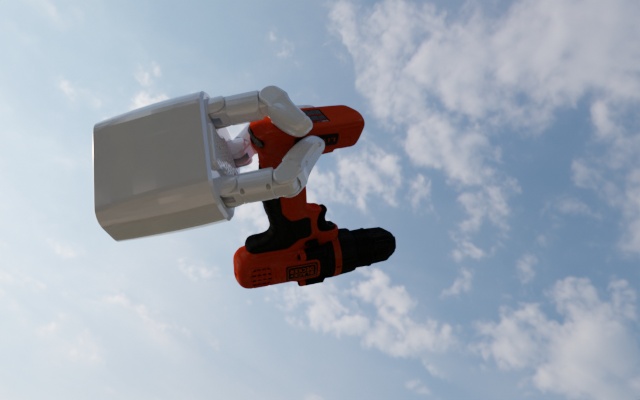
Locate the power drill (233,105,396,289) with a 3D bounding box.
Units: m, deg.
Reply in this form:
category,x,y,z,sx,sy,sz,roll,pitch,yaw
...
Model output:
category,x,y,z,sx,sy,sz,roll,pitch,yaw
power drill,0.000,0.001,0.487,0.184,0.188,0.057,-9,30,-19
